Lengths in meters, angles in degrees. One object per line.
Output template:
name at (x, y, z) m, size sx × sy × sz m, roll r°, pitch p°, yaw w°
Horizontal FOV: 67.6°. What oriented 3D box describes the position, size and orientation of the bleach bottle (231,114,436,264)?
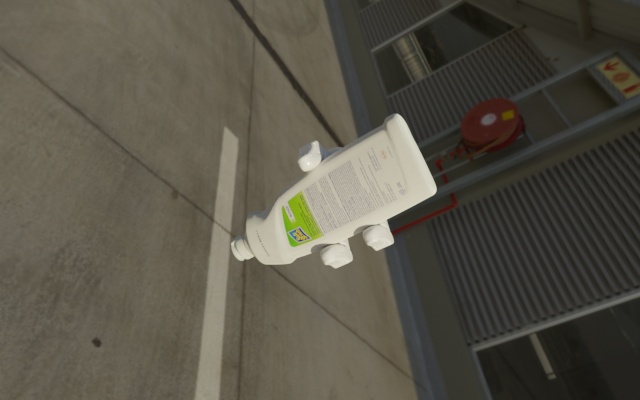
bleach bottle at (0.000, 0.002, 0.559) m, size 0.251 × 0.102 × 0.068 m, roll -26°, pitch -5°, yaw 18°
